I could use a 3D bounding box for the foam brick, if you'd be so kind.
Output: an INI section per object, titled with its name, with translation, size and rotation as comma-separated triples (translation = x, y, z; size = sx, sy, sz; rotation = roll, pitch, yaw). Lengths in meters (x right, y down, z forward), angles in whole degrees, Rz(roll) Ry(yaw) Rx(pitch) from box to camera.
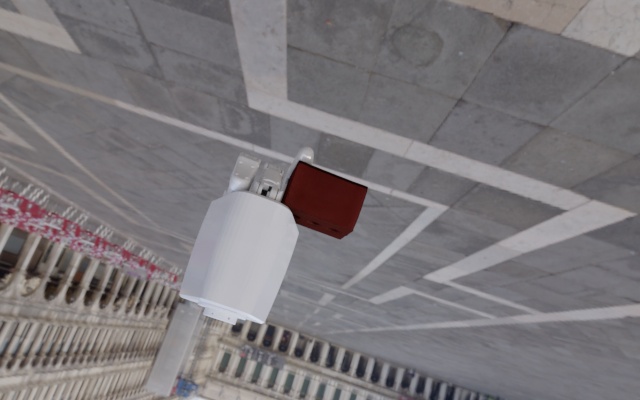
[foam brick]
translation = 0.000, 0.002, 0.499
size = 0.078, 0.051, 0.053
rotation = 20, -19, -8
